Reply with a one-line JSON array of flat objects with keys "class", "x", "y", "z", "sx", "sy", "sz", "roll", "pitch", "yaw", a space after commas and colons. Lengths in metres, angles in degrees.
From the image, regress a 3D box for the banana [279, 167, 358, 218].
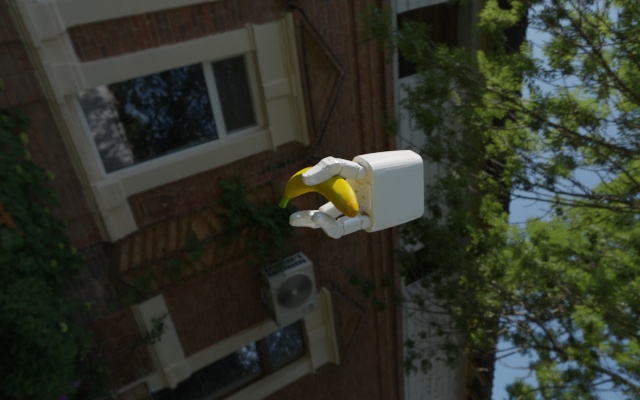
[{"class": "banana", "x": -0.001, "y": -0.016, "z": 0.727, "sx": 0.037, "sy": 0.069, "sz": 0.198, "roll": 0, "pitch": 3, "yaw": -33}]
